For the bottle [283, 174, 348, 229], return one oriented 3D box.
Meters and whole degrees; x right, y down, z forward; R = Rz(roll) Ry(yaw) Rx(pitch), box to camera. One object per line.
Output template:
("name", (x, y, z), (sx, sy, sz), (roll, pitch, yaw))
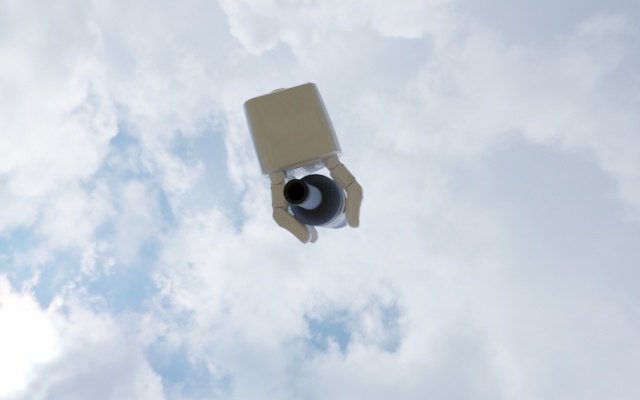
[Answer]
("bottle", (0.000, 0.002, 0.637), (0.069, 0.069, 0.296), (0, -4, 10))
